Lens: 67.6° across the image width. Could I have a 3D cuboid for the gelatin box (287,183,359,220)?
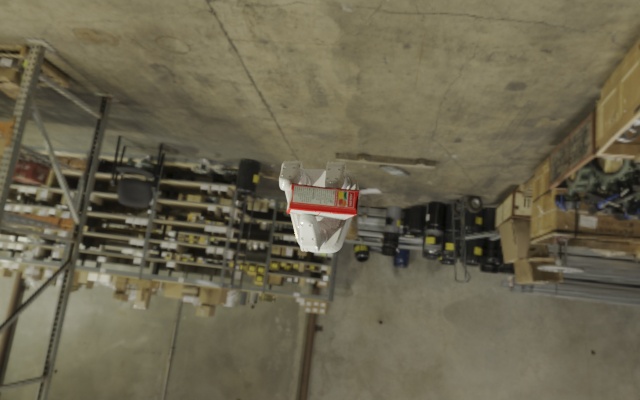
[{"bbox_3d":[0.000,0.002,0.541,0.073,0.030,0.089,6,-5,-4],"label":"gelatin box"}]
